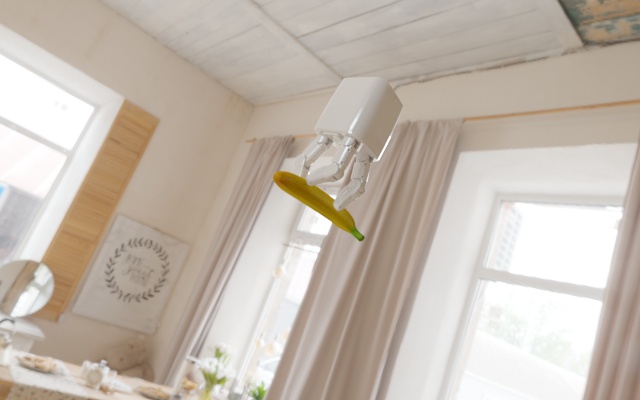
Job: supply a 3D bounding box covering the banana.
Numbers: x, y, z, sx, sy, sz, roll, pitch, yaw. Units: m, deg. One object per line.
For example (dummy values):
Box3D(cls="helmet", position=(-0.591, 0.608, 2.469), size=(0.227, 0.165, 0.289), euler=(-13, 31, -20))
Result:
Box3D(cls="banana", position=(-0.005, -0.001, 0.776), size=(0.198, 0.037, 0.069), euler=(34, -1, -29))
